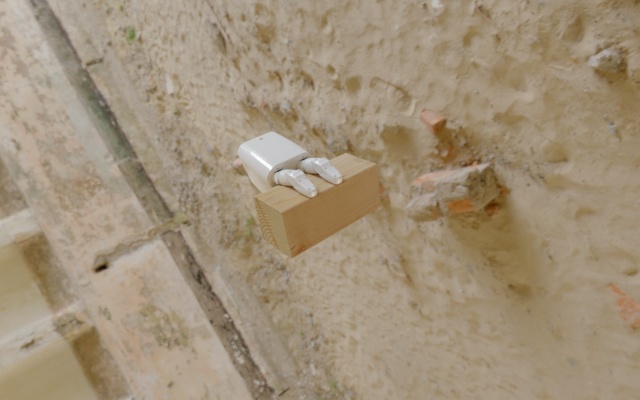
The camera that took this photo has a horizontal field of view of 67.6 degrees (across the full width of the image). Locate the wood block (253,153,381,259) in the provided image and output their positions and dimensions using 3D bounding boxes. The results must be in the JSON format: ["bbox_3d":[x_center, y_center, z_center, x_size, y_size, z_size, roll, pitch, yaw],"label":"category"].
[{"bbox_3d":[0.000,0.003,0.833,0.206,0.091,0.090,-28,34,-29],"label":"wood block"}]
